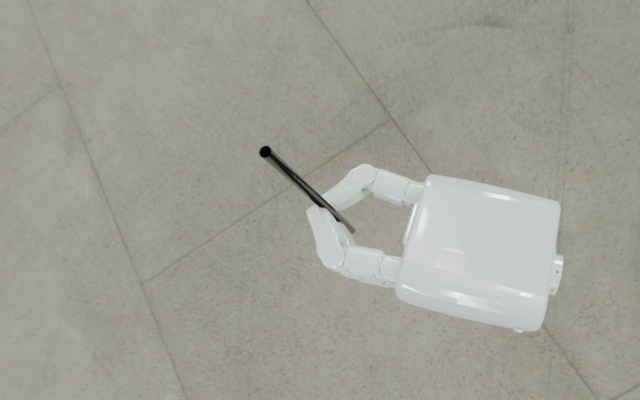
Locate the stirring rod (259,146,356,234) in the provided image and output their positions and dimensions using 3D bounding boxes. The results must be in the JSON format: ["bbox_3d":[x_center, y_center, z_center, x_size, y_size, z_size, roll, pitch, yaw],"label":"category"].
[{"bbox_3d":[0.000,0.001,0.401,0.011,0.011,0.239,0,-15,17],"label":"stirring rod"}]
